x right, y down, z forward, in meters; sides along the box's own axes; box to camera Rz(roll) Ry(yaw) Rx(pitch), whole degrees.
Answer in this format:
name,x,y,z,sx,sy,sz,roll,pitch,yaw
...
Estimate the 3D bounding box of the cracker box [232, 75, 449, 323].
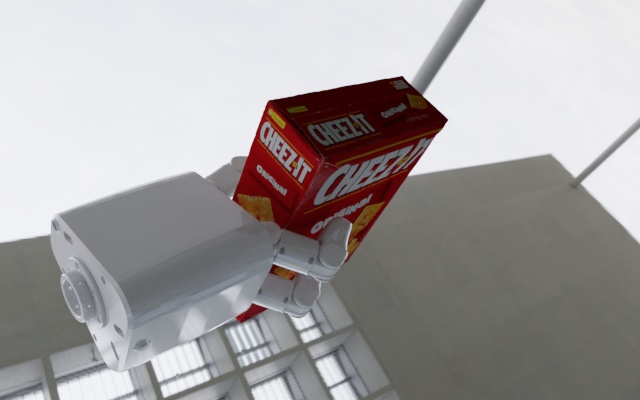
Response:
name,x,y,z,sx,sy,sz,roll,pitch,yaw
cracker box,0.000,0.001,0.435,0.164,0.072,0.214,-23,-27,-42
